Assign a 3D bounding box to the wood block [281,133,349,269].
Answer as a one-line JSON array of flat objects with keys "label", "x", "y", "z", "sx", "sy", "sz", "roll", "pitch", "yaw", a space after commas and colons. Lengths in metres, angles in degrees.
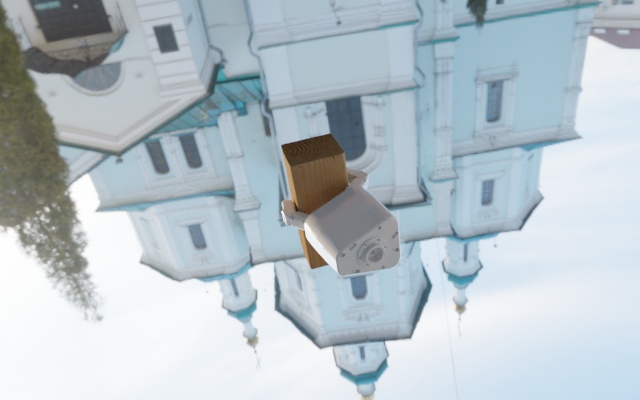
[{"label": "wood block", "x": 0.000, "y": 0.003, "z": 0.820, "sx": 0.091, "sy": 0.206, "sz": 0.090, "roll": -14, "pitch": 31, "yaw": -8}]
